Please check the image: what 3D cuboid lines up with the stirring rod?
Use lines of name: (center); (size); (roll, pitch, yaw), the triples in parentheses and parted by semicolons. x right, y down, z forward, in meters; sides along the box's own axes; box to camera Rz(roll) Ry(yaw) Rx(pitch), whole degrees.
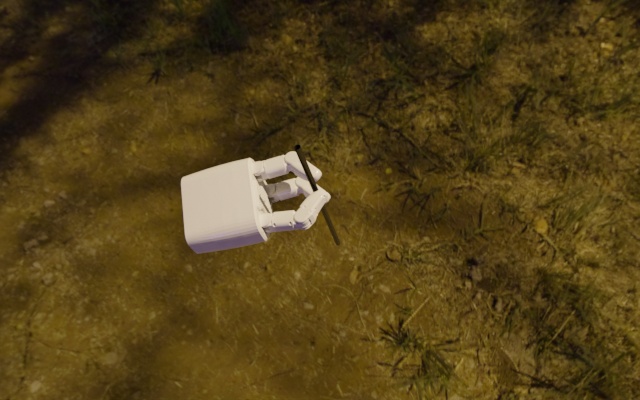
stirring rod: (0.000, 0.002, 0.673); (0.011, 0.011, 0.240); (0, -34, 16)
